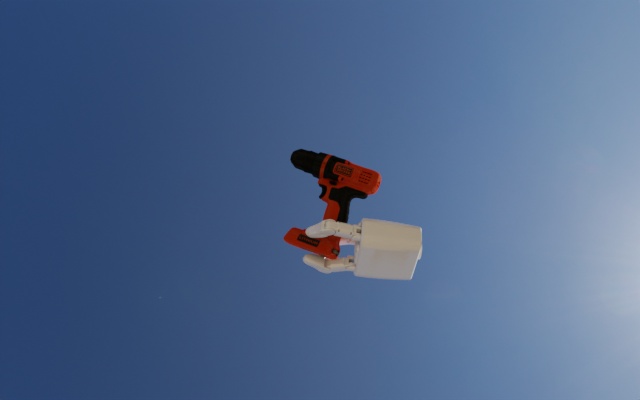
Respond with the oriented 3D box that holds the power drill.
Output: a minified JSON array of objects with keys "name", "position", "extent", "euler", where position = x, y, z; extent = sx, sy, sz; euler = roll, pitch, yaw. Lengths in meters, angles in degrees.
[{"name":"power drill","position":[0.000,0.003,0.897],"extent":[0.184,0.187,0.057],"euler":[19,-9,20]}]
